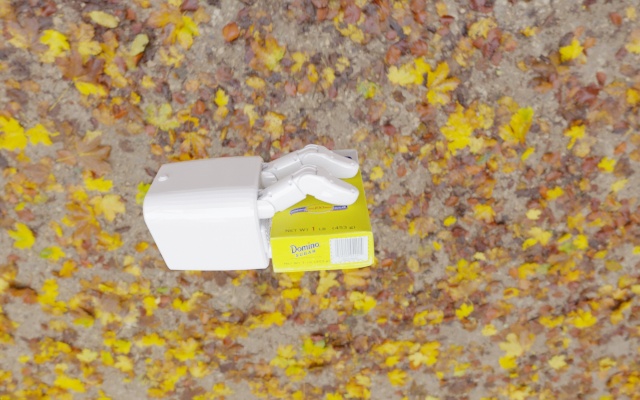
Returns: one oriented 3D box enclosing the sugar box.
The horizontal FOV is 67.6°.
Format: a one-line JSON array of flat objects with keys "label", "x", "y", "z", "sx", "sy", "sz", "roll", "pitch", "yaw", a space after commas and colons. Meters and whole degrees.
[{"label": "sugar box", "x": 0.000, "y": 0.001, "z": 0.498, "sx": 0.093, "sy": 0.048, "sz": 0.176, "roll": -3, "pitch": 33, "yaw": 0}]
